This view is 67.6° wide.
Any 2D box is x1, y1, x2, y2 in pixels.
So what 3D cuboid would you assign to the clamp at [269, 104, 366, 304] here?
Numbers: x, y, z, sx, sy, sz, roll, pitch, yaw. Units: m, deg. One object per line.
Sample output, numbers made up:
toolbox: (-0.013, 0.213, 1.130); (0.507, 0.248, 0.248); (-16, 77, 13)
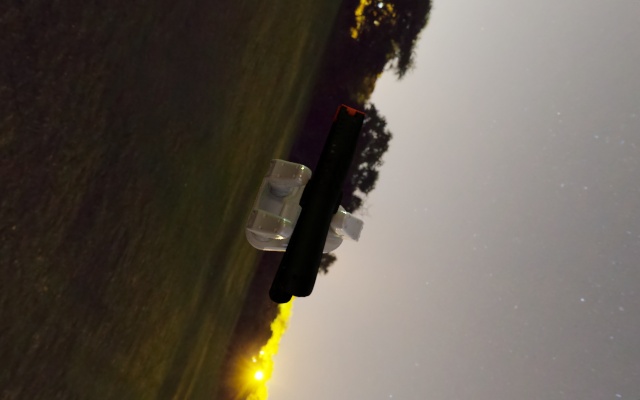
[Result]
clamp: (0.001, 0.001, 0.448); (0.036, 0.210, 0.164); (21, -10, -6)
